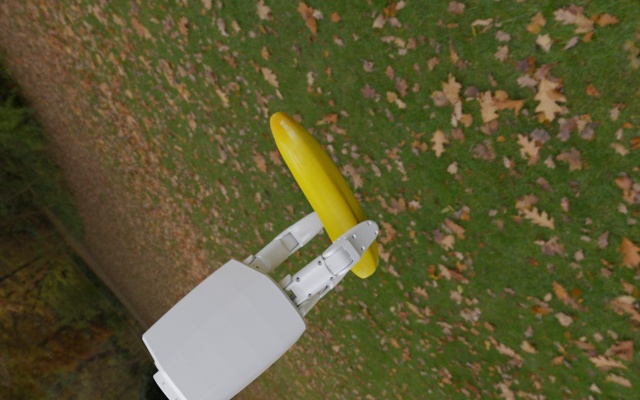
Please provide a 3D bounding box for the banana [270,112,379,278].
[{"bbox_3d":[0.011,0.008,0.444,0.037,0.198,0.069,-38,29,-18],"label":"banana"}]
